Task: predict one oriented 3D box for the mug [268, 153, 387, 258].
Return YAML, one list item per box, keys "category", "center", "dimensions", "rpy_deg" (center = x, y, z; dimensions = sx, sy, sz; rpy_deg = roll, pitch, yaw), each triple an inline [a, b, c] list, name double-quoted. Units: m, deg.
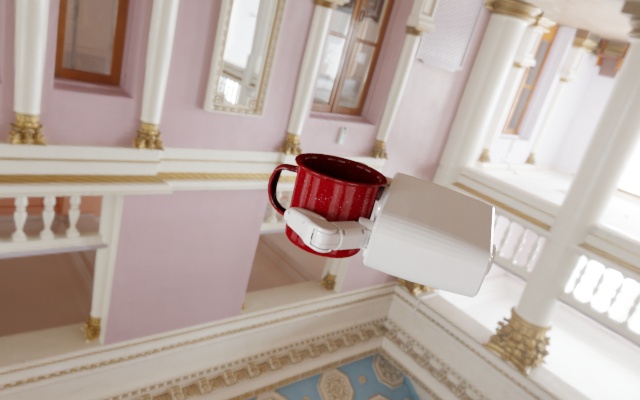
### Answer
- category: "mug"
  center: [-0.001, 0.001, 0.483]
  dimensions: [0.117, 0.081, 0.093]
  rpy_deg: [18, 19, 12]
